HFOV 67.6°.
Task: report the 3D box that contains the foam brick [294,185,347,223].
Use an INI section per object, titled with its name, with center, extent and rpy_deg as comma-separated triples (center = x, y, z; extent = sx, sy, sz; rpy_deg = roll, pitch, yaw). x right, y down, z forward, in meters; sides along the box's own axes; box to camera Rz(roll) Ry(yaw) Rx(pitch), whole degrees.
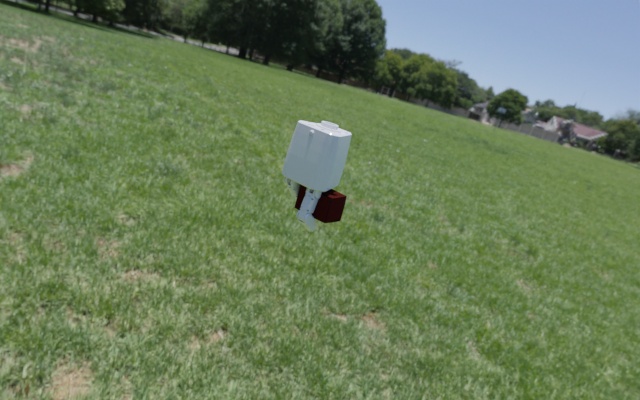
[foam brick]
center = 0.000, 0.003, 0.896
extent = 0.078, 0.051, 0.053
rpy_deg = 26, 18, 30
